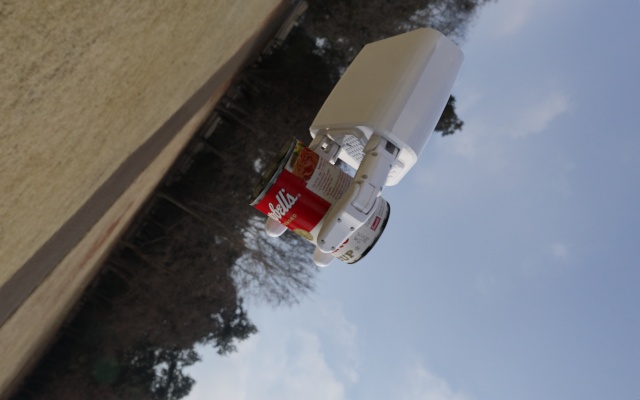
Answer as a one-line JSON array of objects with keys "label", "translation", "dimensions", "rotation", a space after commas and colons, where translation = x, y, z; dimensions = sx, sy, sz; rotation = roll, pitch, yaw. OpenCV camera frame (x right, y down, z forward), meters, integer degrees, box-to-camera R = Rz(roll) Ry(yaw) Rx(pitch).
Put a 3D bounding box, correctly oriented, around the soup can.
[{"label": "soup can", "translation": [0.000, 0.002, 0.410], "dimensions": [0.102, 0.068, 0.068], "rotation": [33, -9, -14]}]
